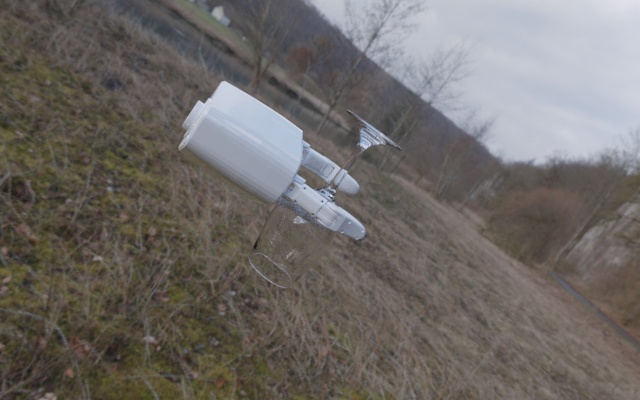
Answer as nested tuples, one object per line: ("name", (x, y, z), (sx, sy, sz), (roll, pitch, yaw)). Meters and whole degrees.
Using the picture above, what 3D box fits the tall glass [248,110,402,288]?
("tall glass", (0.001, 0.001, 0.536), (0.079, 0.201, 0.079), (35, 9, -6))
